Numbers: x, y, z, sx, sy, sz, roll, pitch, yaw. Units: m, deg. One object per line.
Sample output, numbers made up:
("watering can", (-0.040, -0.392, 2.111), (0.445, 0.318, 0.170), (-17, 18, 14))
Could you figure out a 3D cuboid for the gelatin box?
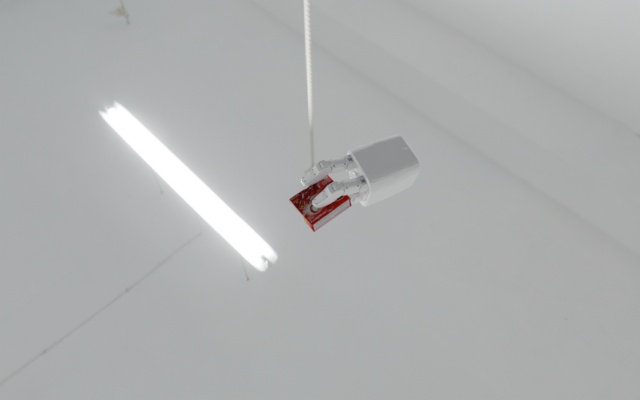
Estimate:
("gelatin box", (0.000, 0.003, 0.866), (0.089, 0.073, 0.030), (-35, -30, -13))
